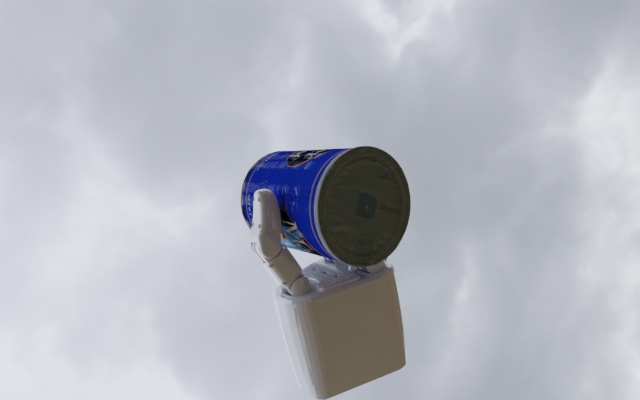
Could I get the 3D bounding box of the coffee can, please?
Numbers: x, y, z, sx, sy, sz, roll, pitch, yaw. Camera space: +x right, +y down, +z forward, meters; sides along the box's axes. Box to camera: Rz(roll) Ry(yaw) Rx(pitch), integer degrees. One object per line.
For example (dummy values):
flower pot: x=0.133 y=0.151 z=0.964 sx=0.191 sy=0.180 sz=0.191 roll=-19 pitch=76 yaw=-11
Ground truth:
coffee can: x=0.000 y=0.001 z=0.458 sx=0.103 sy=0.103 sz=0.140 roll=0 pitch=3 yaw=-35
